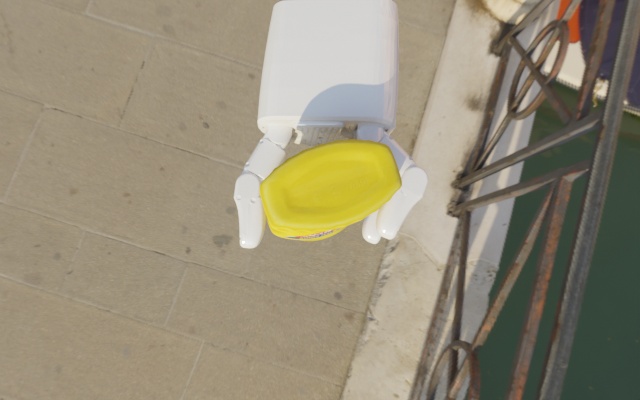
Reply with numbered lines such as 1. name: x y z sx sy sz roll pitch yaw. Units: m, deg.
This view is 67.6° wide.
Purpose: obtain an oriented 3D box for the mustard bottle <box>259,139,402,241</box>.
1. mustard bottle: 0.000 0.002 0.408 0.096 0.058 0.191 -19 -6 -7
